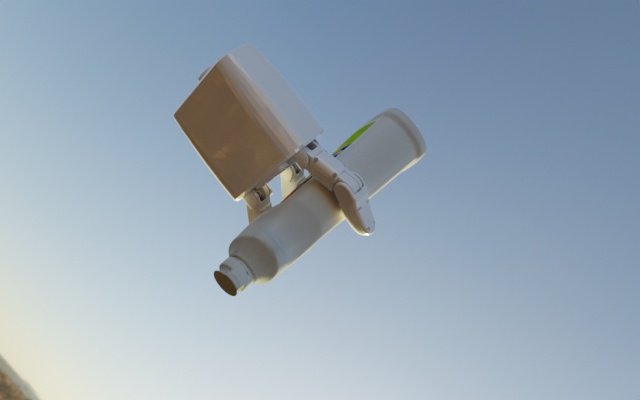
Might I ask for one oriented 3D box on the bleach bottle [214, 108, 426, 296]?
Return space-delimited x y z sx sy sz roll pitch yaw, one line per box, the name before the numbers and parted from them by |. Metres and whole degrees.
bleach bottle | 0.000 0.002 0.471 0.250 0.068 0.102 -41 6 -36
